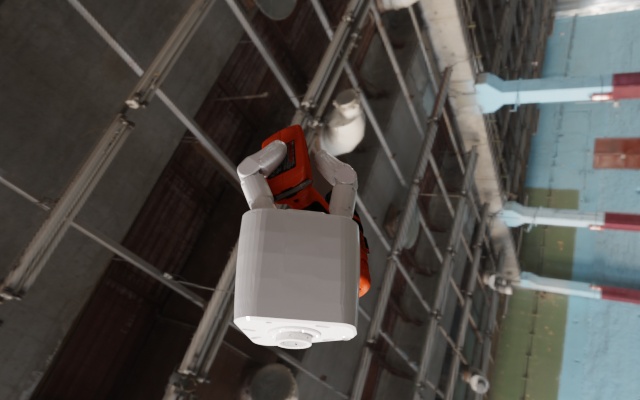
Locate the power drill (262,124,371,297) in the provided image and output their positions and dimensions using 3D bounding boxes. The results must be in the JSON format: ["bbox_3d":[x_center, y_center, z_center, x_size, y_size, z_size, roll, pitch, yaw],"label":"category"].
[{"bbox_3d":[0.000,0.002,0.579,0.057,0.188,0.184,-27,37,13],"label":"power drill"}]
